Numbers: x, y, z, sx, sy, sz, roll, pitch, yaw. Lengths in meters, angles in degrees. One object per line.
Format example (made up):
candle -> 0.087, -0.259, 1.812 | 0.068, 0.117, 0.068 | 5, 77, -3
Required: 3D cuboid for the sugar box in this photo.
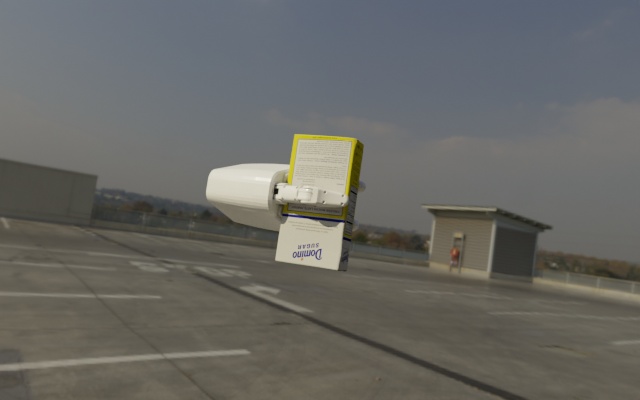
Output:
sugar box -> 0.000, 0.002, 0.646 | 0.093, 0.176, 0.048 | 6, -5, 22
